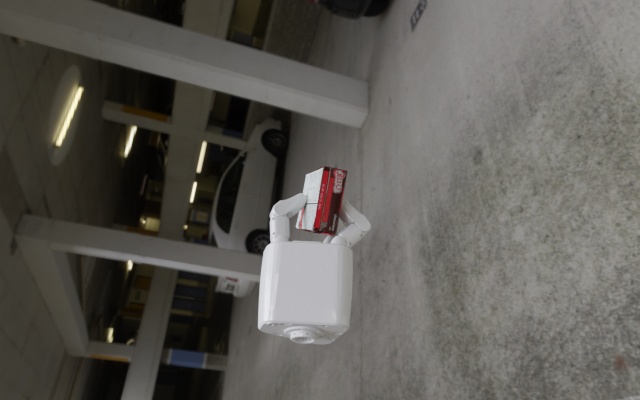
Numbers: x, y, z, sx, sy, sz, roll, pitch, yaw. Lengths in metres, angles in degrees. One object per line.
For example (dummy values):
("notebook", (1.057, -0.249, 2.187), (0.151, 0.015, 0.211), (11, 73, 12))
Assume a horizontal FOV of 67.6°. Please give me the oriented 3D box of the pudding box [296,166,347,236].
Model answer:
("pudding box", (0.000, 0.002, 0.678), (0.039, 0.090, 0.113), (12, -5, -15))
